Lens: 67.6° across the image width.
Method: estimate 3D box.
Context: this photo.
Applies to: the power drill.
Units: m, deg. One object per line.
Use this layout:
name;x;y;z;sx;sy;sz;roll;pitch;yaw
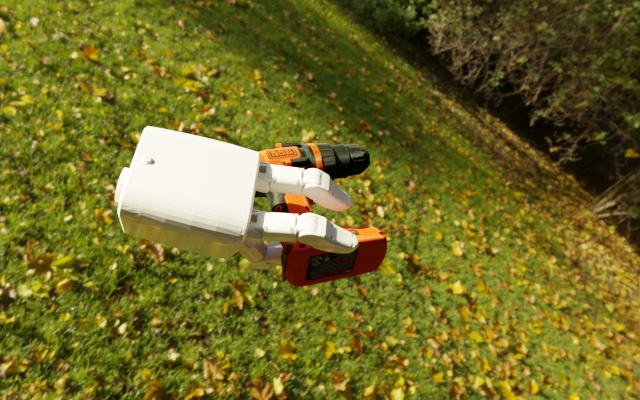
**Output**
power drill;0.000;0.002;0.532;0.184;0.057;0.187;-10;42;-19
